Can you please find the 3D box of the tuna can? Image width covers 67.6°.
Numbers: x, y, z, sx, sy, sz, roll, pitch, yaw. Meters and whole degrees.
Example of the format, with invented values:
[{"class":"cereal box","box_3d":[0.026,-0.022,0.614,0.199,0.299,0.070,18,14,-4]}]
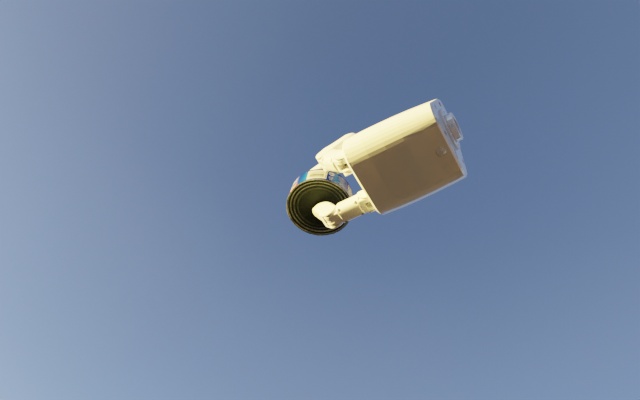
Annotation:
[{"class":"tuna can","box_3d":[0.000,0.002,0.628,0.086,0.086,0.033,0,31,8]}]
